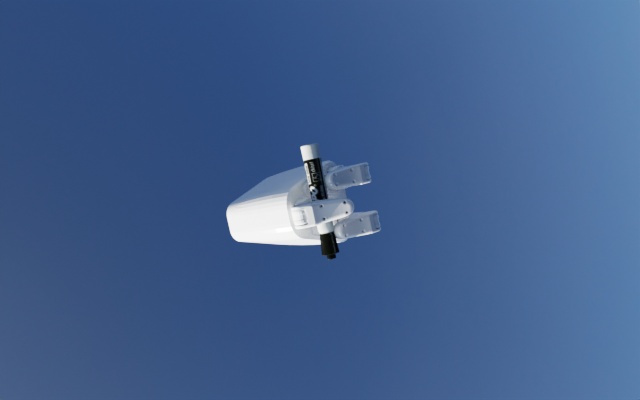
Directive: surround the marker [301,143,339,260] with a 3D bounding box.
[{"bbox_3d":[0.000,0.002,0.496,0.020,0.121,0.020,-11,3,1],"label":"marker"}]
